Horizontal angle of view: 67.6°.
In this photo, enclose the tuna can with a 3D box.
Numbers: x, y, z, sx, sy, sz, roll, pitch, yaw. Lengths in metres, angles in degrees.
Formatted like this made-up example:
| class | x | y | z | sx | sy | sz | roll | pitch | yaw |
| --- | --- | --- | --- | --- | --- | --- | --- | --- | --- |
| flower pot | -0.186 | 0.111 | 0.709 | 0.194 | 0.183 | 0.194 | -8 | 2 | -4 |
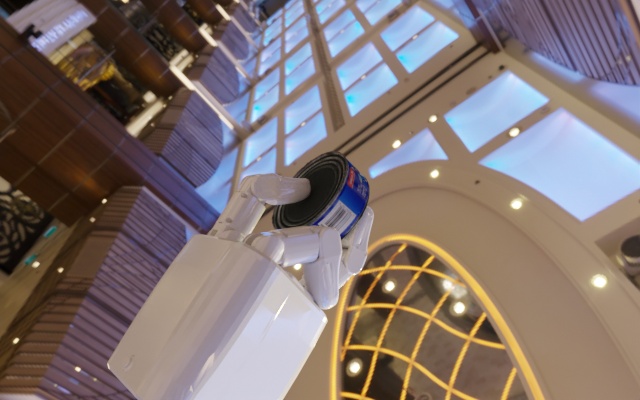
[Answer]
| class | x | y | z | sx | sy | sz | roll | pitch | yaw |
| --- | --- | --- | --- | --- | --- | --- | --- | --- | --- |
| tuna can | 0.000 | 0.002 | 0.410 | 0.034 | 0.086 | 0.086 | 41 | -22 | -28 |
